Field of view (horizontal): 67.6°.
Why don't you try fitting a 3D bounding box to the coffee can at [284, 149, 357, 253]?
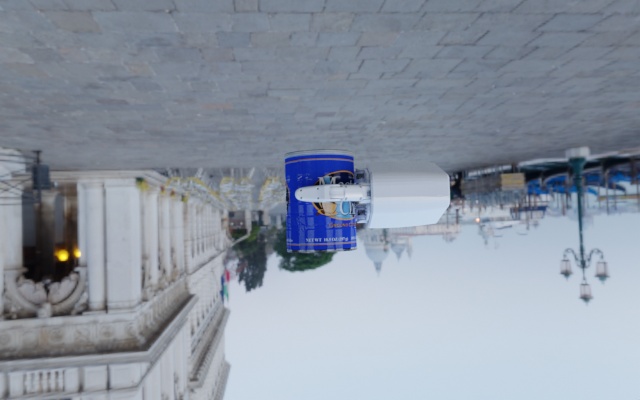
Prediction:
[{"bbox_3d":[0.000,0.002,0.694,0.103,0.140,0.103,-2,-2,0],"label":"coffee can"}]
